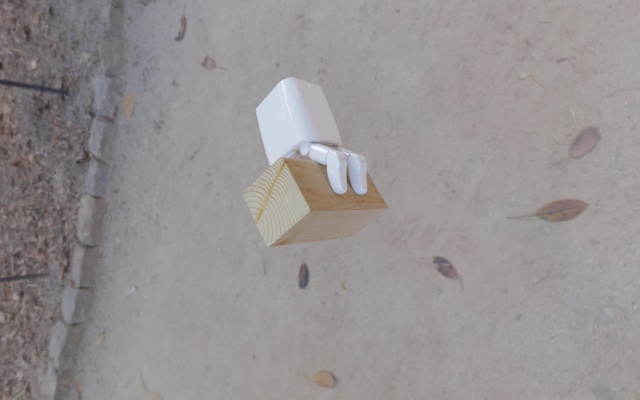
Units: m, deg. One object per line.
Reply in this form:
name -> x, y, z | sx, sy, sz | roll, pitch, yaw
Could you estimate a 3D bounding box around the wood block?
wood block -> 0.000, 0.002, 0.712 | 0.091, 0.090, 0.206 | -40, -22, 30
